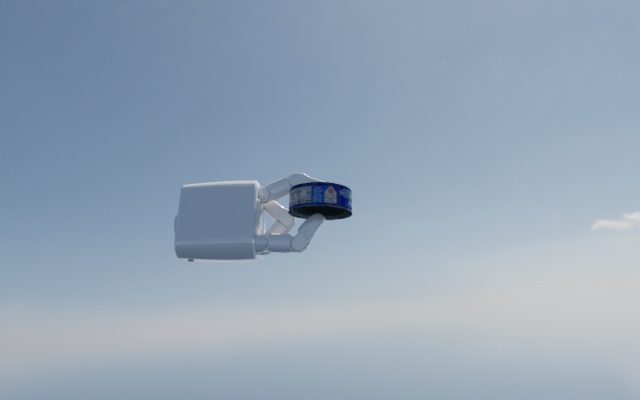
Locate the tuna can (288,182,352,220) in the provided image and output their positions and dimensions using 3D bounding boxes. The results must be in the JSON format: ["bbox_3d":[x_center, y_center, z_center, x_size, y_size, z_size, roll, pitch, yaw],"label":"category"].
[{"bbox_3d":[0.000,0.002,0.640,0.086,0.033,0.086,1,-14,0],"label":"tuna can"}]
